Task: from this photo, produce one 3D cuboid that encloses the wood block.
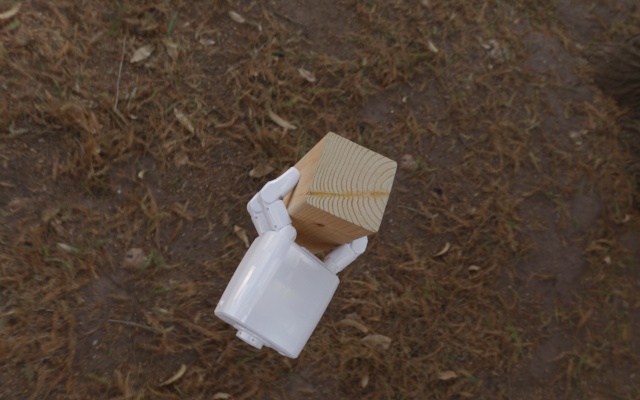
[{"bbox_3d":[0.000,0.002,0.610,0.091,0.090,0.206,24,-20,-15],"label":"wood block"}]
